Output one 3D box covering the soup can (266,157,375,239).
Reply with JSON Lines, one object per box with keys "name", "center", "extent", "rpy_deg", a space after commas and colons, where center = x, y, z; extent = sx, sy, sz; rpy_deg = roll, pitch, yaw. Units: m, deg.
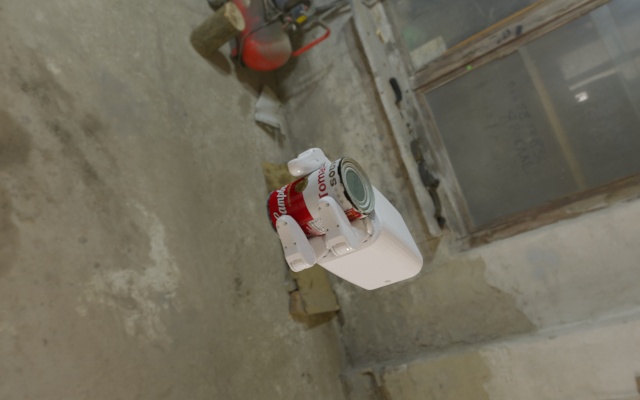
{"name": "soup can", "center": [0.000, 0.001, 0.527], "extent": [0.102, 0.068, 0.068], "rpy_deg": [-24, -13, 29]}
